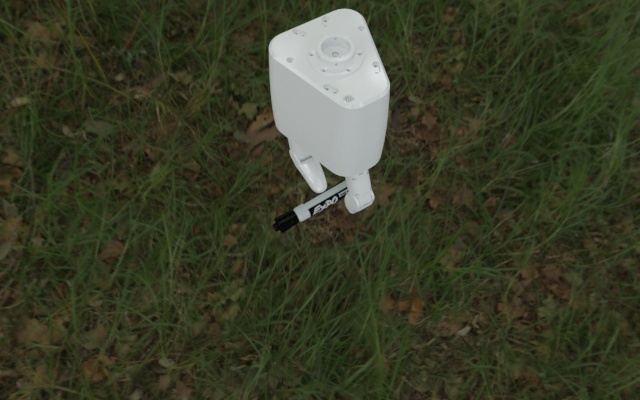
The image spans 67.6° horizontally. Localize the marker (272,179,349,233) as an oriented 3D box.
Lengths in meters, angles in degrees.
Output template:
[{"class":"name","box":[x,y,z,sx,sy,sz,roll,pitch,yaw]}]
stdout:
[{"class":"marker","box":[0.000,0.002,0.539,0.121,0.020,0.020,-29,7,-13]}]
